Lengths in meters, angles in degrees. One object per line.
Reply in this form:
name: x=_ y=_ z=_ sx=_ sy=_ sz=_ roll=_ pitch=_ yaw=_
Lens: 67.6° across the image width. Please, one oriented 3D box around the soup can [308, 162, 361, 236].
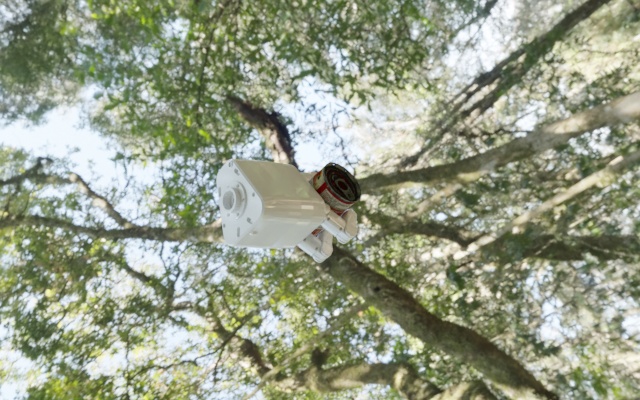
soup can: x=0.000 y=0.002 z=0.692 sx=0.068 sy=0.068 sz=0.102 roll=0 pitch=-34 yaw=-48
